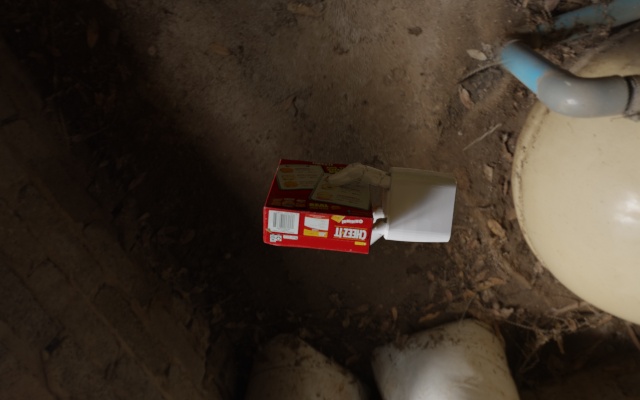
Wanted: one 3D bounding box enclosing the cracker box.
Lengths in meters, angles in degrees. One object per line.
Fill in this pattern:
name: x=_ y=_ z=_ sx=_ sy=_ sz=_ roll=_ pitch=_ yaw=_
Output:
cracker box: x=0.000 y=0.003 z=0.801 sx=0.164 sy=0.072 sz=0.213 roll=5 pitch=24 yaw=0
